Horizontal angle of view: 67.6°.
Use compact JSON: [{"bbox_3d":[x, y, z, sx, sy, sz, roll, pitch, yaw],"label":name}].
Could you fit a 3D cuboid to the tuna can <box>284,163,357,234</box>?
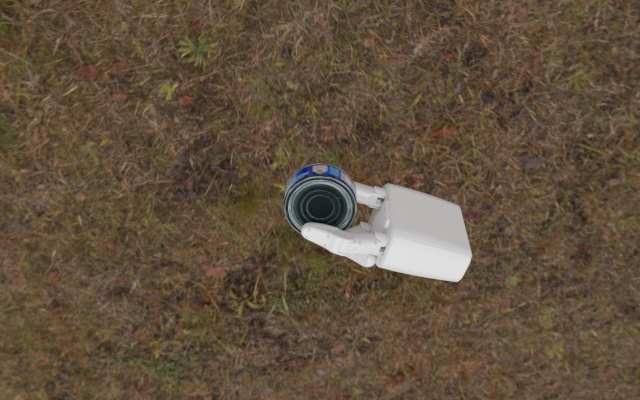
[{"bbox_3d":[0.000,0.002,0.556,0.086,0.086,0.033,0,29,1],"label":"tuna can"}]
